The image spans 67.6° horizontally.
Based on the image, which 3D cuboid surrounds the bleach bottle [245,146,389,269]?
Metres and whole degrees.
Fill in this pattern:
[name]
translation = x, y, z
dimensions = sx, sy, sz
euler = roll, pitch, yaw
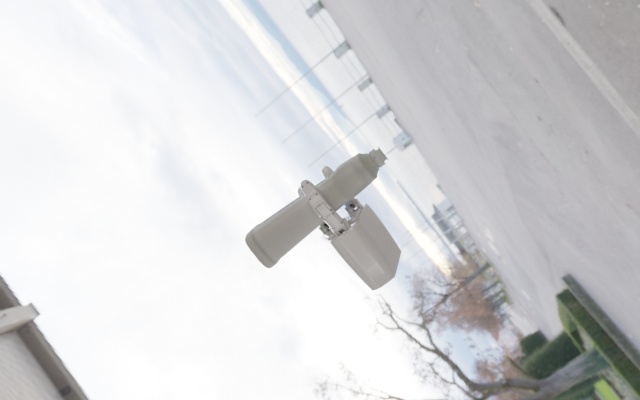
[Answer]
[bleach bottle]
translation = 0.000, 0.002, 0.759
dimensions = 0.251, 0.068, 0.102
euler = -37, 6, 9
